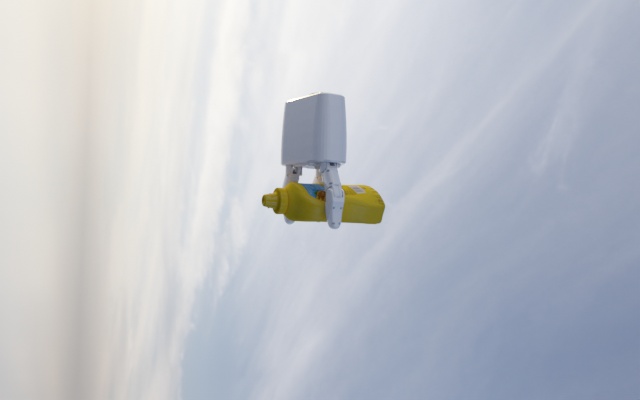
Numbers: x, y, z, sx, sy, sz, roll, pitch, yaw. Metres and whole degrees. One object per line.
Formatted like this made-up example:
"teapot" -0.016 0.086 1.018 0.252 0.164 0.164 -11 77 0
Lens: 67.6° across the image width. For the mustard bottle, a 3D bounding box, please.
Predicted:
"mustard bottle" 0.000 0.003 0.758 0.191 0.058 0.096 3 22 -26
